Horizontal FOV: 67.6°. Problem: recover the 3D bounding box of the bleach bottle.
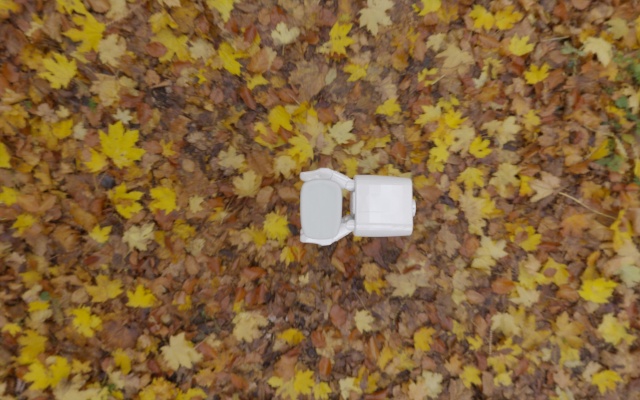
[{"bbox_3d":[0.000,0.003,0.885,0.068,0.102,0.251,1,7,0],"label":"bleach bottle"}]
